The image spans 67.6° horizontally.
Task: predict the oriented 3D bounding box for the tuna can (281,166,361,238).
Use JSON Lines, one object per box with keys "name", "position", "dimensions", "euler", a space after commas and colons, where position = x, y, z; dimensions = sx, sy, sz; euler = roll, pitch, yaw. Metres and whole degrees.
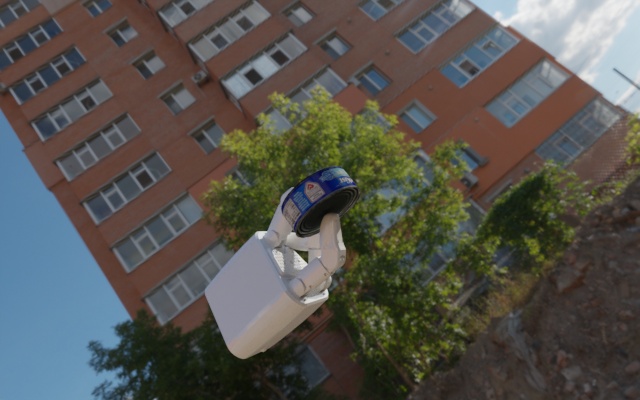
{"name": "tuna can", "position": [0.000, 0.001, 0.524], "dimensions": [0.086, 0.033, 0.086], "euler": [-31, -21, -13]}
